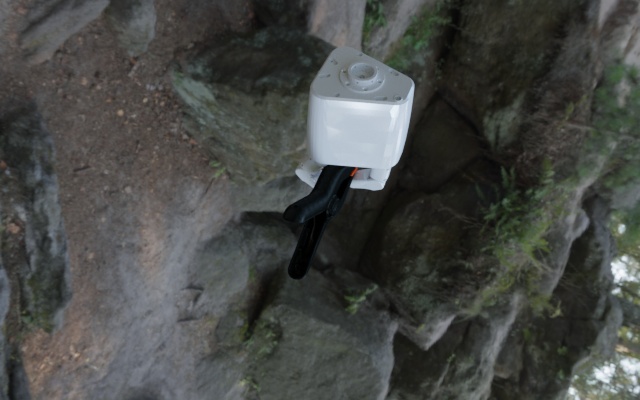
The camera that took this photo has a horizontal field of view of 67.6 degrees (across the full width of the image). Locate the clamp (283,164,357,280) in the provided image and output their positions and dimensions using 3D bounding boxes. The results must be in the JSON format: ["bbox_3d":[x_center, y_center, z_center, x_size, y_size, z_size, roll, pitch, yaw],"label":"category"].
[{"bbox_3d":[0.001,0.002,0.586,0.039,0.171,0.120,20,-32,11],"label":"clamp"}]
